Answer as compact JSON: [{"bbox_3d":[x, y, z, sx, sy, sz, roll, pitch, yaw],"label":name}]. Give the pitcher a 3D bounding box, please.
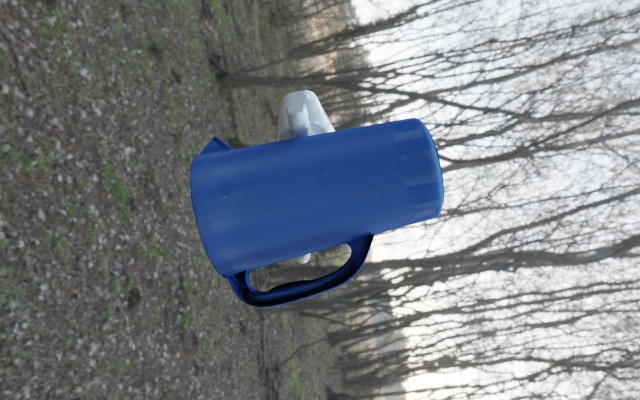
[{"bbox_3d":[0.000,0.001,0.501,0.243,0.149,0.145,-13,34,2],"label":"pitcher"}]
